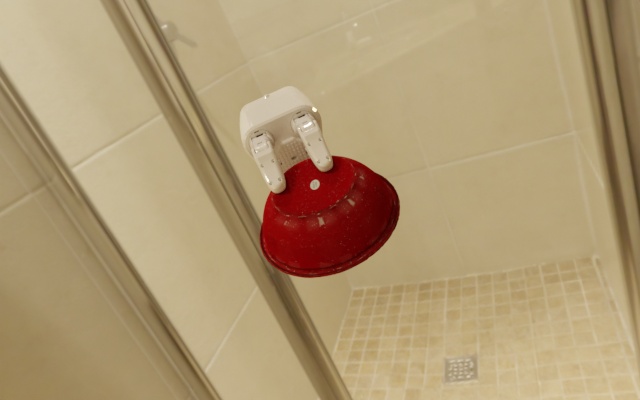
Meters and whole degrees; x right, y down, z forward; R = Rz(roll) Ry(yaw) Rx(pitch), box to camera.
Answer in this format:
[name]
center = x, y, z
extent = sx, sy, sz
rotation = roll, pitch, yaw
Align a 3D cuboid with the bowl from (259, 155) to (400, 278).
[bowl]
center = 0.001, 0.002, 0.509
extent = 0.162, 0.162, 0.055
rotation = 0, -44, 25
